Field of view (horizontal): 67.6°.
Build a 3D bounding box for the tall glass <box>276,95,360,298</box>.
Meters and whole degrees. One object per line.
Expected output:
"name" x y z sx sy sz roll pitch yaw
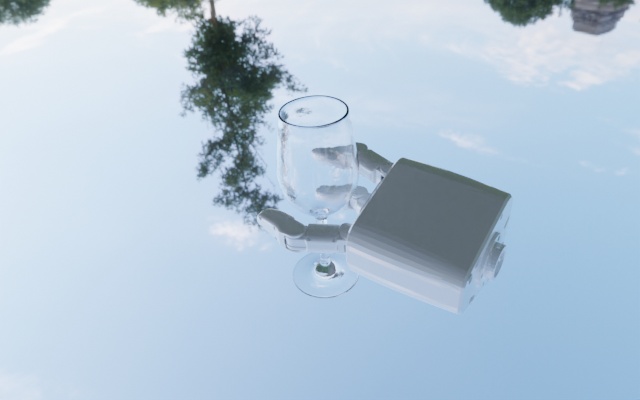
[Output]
"tall glass" 0.000 0.002 0.472 0.079 0.201 0.079 -3 37 2
